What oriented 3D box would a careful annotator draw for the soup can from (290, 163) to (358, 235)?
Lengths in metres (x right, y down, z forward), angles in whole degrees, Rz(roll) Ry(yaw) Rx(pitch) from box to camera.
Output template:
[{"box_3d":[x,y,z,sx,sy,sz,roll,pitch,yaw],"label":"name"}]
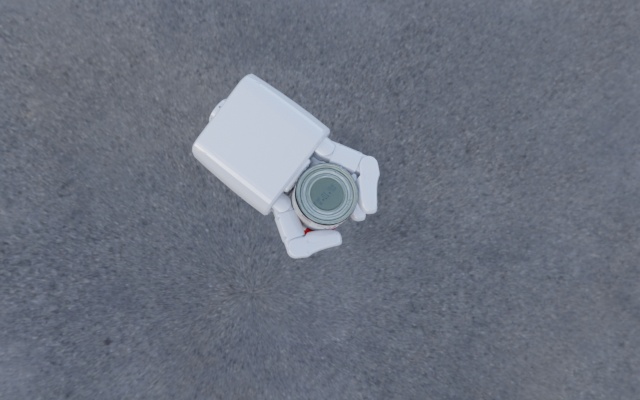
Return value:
[{"box_3d":[0.000,0.002,0.536,0.068,0.068,0.102,0,-11,-8],"label":"soup can"}]
